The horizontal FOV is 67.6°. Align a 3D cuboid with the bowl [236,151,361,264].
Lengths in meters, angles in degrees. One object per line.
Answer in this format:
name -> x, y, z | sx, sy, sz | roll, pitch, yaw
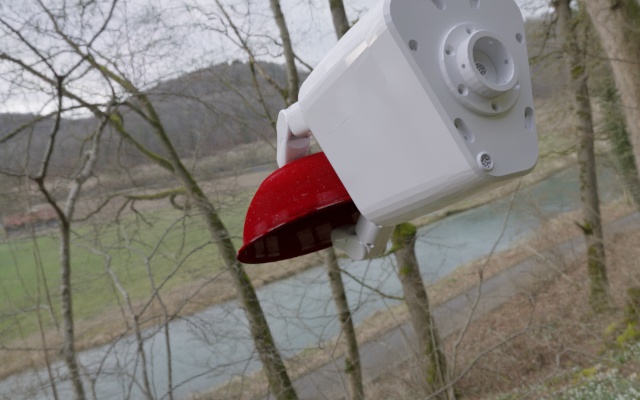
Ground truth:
bowl -> -0.001, 0.001, 0.408 | 0.162, 0.055, 0.162 | -19, -15, -5
